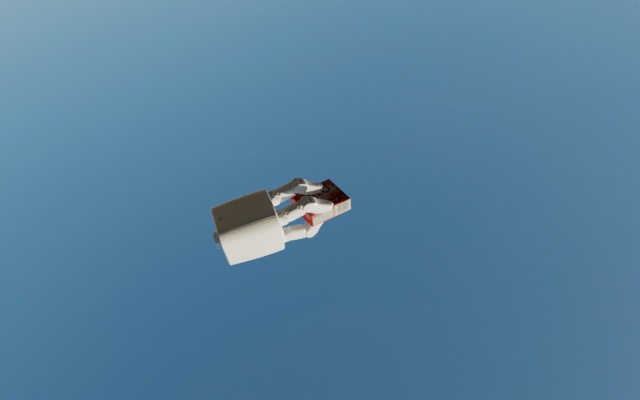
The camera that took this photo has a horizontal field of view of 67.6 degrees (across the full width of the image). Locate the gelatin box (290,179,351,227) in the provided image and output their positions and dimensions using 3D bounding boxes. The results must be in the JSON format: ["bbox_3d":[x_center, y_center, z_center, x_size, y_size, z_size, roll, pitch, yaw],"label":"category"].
[{"bbox_3d":[0.000,0.003,0.883,0.089,0.030,0.073,-24,44,-23],"label":"gelatin box"}]
